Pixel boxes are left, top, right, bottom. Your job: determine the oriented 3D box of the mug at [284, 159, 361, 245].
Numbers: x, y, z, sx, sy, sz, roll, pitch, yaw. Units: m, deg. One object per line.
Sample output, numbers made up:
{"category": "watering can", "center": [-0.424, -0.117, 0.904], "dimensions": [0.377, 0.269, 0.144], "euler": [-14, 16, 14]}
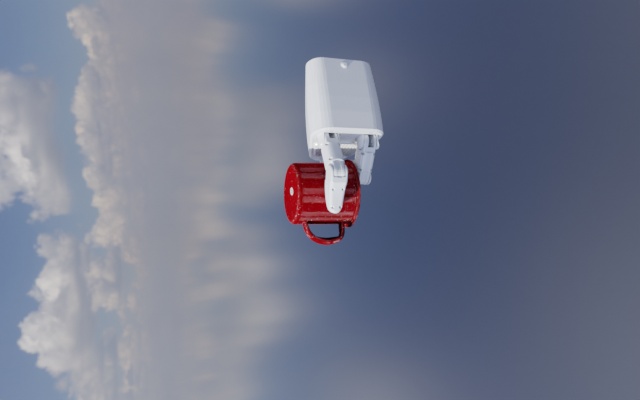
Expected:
{"category": "mug", "center": [0.000, 0.003, 0.633], "dimensions": [0.081, 0.117, 0.093], "euler": [0, -19, -18]}
